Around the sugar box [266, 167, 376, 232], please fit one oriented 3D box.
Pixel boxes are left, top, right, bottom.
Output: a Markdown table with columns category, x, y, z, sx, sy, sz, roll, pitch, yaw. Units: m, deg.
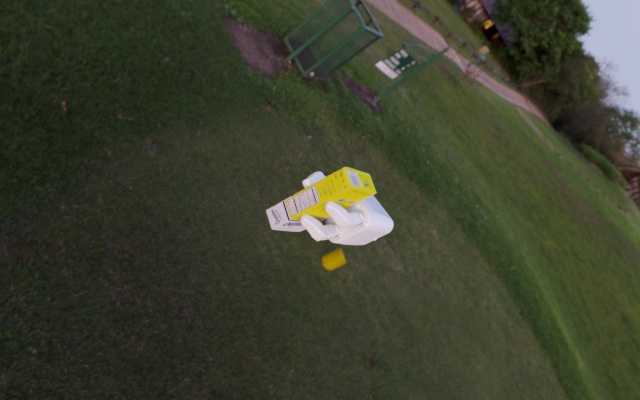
| category | x | y | z | sx | sy | sz | roll | pitch | yaw |
| --- | --- | --- | --- | --- | --- | --- | --- | --- | --- |
| sugar box | 0.000 | 0.003 | 0.843 | 0.176 | 0.048 | 0.093 | -31 | -22 | 27 |
